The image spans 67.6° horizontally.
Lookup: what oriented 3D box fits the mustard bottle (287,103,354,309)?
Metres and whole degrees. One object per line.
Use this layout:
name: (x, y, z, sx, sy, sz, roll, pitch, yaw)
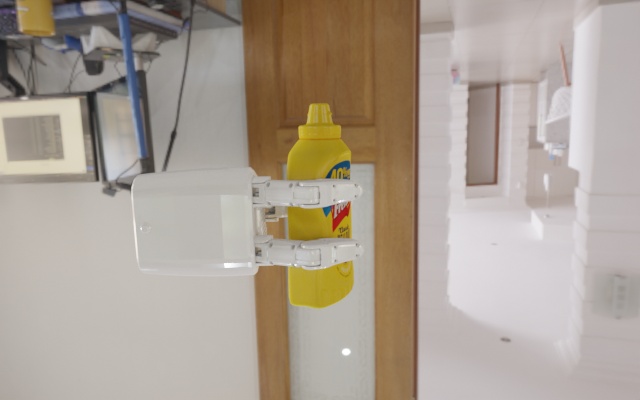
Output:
mustard bottle: (0.000, 0.002, 0.474, 0.058, 0.191, 0.096, 3, 10, 24)
